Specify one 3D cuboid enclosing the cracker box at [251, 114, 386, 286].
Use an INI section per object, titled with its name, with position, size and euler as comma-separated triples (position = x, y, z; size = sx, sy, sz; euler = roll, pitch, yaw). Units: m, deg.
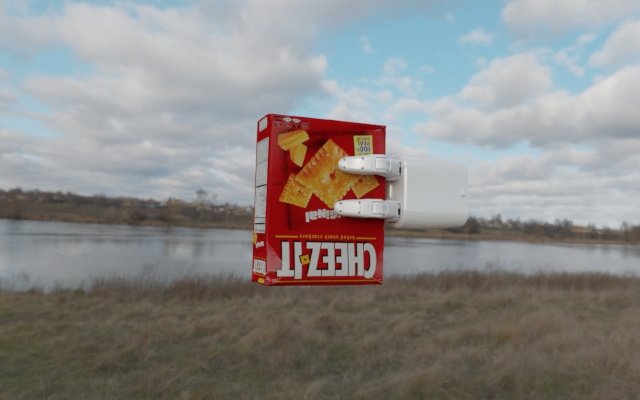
[cracker box]
position = 0.000, 0.002, 0.625
size = 0.164, 0.213, 0.072
euler = 3, -4, -22
